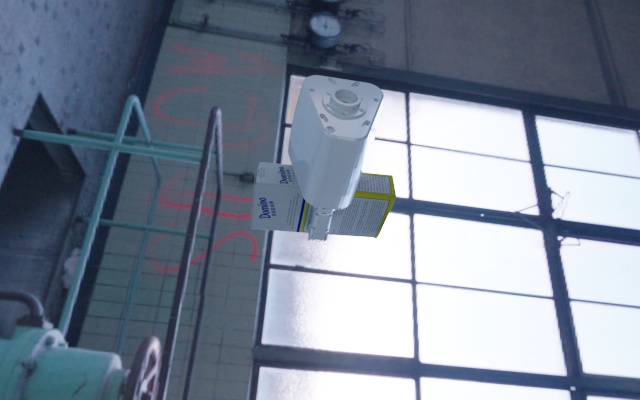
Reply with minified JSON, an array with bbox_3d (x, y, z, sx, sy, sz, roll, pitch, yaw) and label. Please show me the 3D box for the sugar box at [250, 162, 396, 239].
[{"bbox_3d":[0.000,0.002,0.623,0.176,0.048,0.093,7,-42,-7],"label":"sugar box"}]
